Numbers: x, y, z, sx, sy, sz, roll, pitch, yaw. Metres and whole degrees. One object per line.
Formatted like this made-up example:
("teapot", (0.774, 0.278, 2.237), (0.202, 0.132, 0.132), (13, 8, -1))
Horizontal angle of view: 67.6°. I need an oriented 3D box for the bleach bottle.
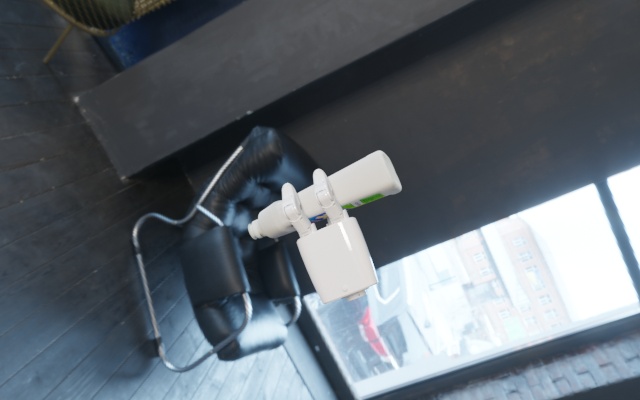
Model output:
("bleach bottle", (0.000, 0.002, 0.772), (0.251, 0.068, 0.102), (-24, -10, 15))
